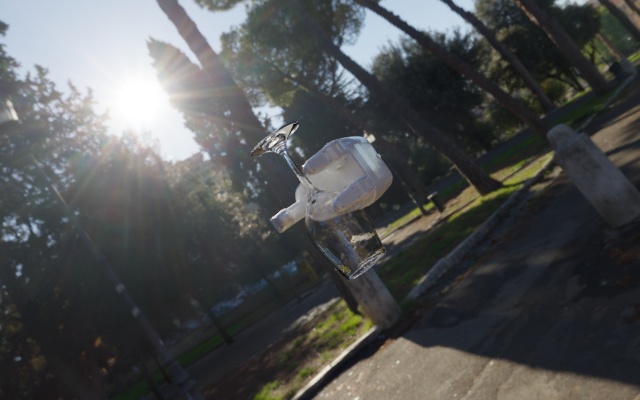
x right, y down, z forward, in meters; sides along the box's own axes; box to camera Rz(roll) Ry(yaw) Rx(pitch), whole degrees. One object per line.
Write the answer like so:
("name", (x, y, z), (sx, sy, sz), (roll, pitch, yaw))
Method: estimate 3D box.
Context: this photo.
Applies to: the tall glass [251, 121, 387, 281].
("tall glass", (0.000, 0.001, 0.604), (0.079, 0.201, 0.079), (-36, -3, -2))
